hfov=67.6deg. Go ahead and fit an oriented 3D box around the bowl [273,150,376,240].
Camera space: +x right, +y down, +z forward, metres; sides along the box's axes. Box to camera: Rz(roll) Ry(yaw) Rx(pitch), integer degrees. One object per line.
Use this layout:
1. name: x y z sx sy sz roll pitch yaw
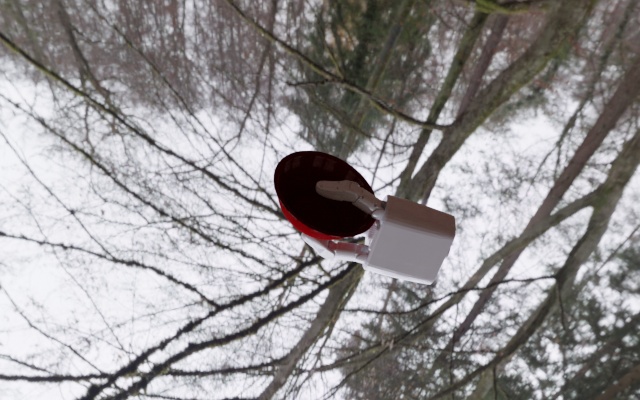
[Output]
1. bowl: -0.001 0.002 0.698 0.162 0.162 0.055 0 -39 -29
